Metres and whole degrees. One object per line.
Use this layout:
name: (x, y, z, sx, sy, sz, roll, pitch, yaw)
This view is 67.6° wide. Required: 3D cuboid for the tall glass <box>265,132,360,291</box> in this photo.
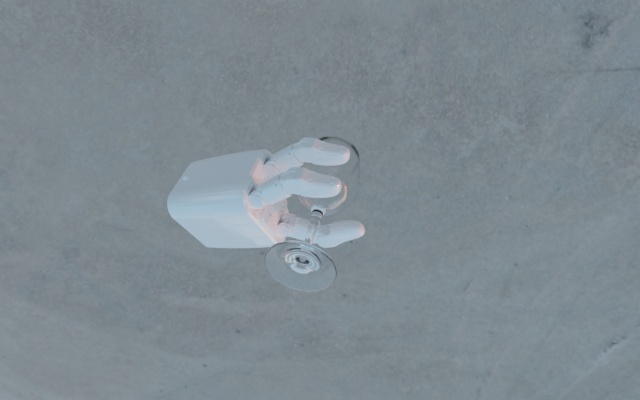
tall glass: (0.000, 0.002, 0.547, 0.079, 0.079, 0.201, 0, 41, 16)
